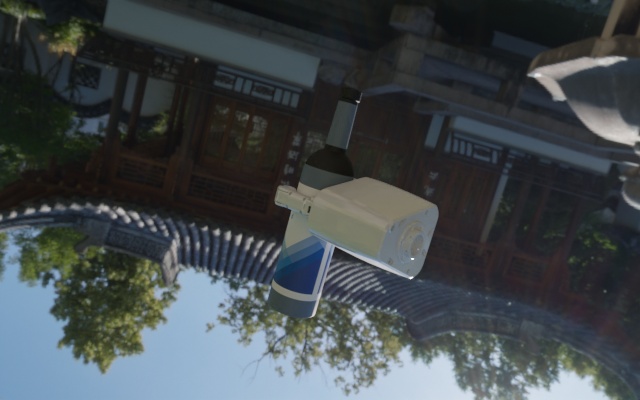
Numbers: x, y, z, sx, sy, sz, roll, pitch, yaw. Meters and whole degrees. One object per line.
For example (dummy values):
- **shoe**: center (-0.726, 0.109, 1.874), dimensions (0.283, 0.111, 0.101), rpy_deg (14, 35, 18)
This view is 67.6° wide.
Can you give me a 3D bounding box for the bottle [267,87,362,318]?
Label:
- **bottle**: center (0.000, 0.002, 0.616), dimensions (0.069, 0.296, 0.069), rpy_deg (15, 9, -2)
